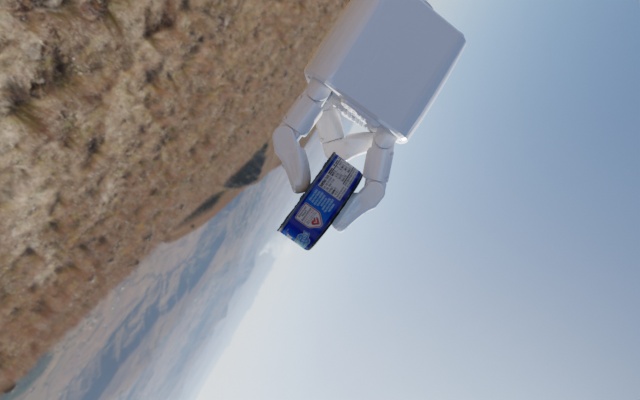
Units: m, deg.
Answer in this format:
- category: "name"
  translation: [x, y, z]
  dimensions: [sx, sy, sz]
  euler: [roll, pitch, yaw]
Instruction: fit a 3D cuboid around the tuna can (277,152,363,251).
- category: "tuna can"
  translation: [0.000, 0.002, 0.419]
  dimensions: [0.034, 0.086, 0.086]
  euler: [36, -1, -2]
